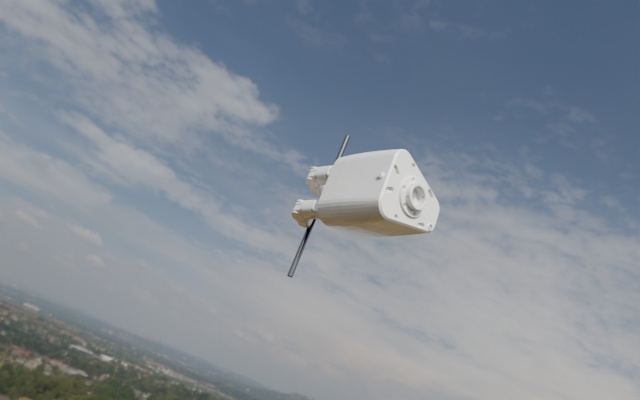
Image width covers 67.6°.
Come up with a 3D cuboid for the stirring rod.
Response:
[{"bbox_3d":[0.000,0.002,0.707,0.011,0.239,0.011,19,-22,8],"label":"stirring rod"}]
